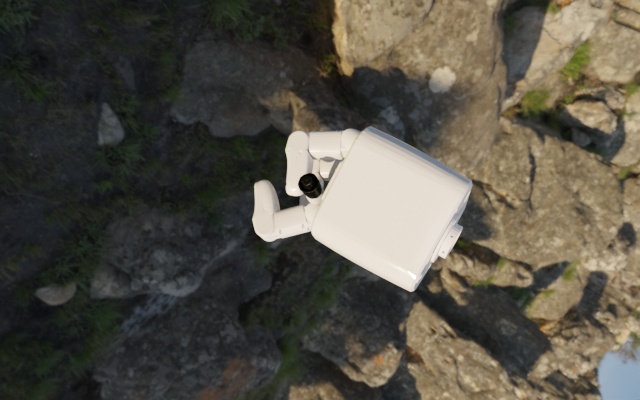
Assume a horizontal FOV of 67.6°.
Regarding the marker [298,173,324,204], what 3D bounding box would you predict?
[{"bbox_3d":[0.000,0.001,0.464,0.020,0.020,0.121,0,-18,11],"label":"marker"}]
